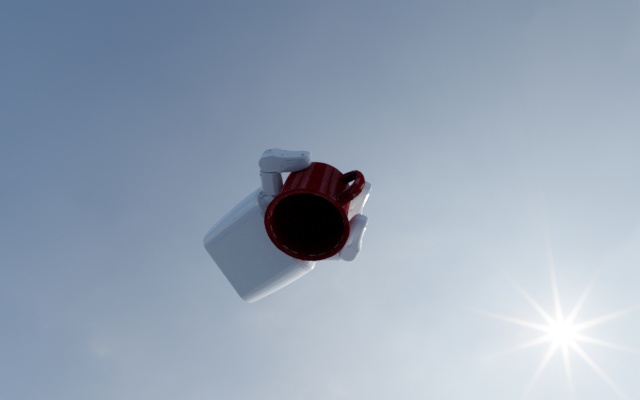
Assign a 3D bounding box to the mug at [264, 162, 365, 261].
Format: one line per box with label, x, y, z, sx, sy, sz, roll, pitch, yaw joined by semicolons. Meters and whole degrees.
mug;0.001;0.001;0.537;0.117;0.093;0.081;-34;19;26
